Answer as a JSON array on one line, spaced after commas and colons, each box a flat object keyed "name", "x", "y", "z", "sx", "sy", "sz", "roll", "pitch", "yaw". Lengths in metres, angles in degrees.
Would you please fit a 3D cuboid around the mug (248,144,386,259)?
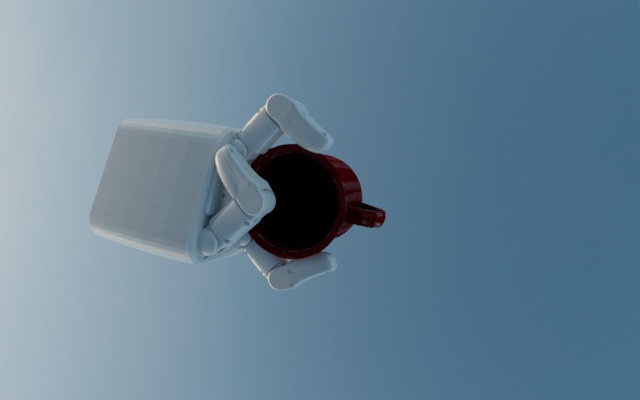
[{"name": "mug", "x": 0.001, "y": 0.002, "z": 0.416, "sx": 0.117, "sy": 0.093, "sz": 0.081, "roll": 11, "pitch": 7, "yaw": 19}]
